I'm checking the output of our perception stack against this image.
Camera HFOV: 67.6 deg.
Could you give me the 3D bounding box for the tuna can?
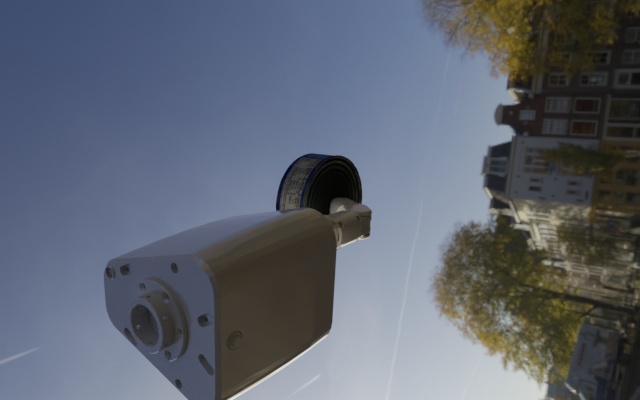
[{"bbox_3d":[0.000,0.001,0.425,0.034,0.086,0.086,10,6,36],"label":"tuna can"}]
